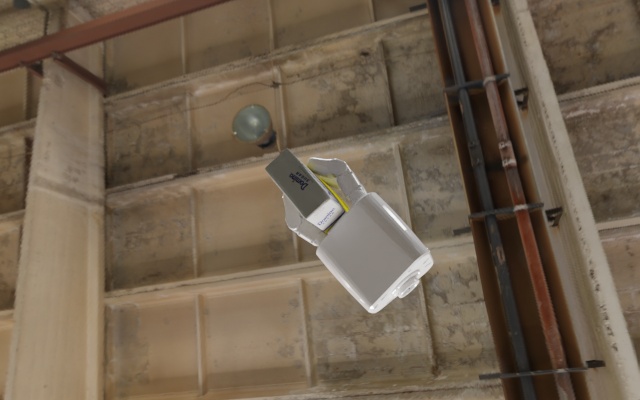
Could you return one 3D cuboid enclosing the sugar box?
[{"bbox_3d":[0.001,0.002,0.647,0.048,0.093,0.176,-41,-25,2],"label":"sugar box"}]
